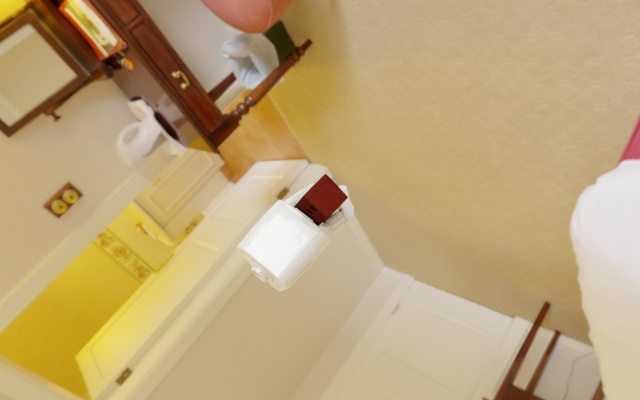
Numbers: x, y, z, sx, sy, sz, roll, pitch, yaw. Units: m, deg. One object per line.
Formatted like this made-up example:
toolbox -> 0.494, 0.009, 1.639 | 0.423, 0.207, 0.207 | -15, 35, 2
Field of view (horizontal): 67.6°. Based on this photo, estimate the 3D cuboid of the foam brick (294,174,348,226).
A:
foam brick -> 0.000, 0.002, 0.761 | 0.051, 0.053, 0.078 | -45, -1, -20
